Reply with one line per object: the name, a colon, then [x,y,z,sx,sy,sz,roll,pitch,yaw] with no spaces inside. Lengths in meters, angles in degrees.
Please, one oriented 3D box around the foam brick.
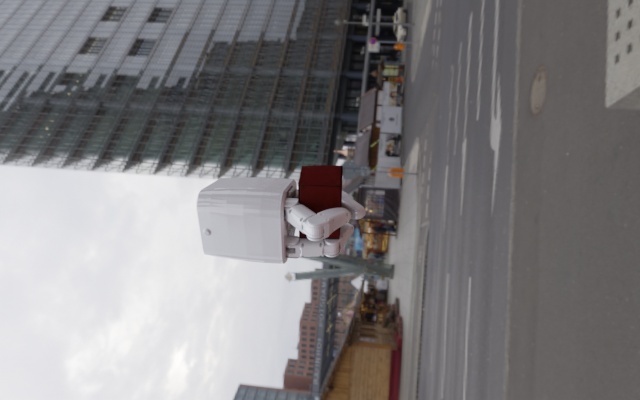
foam brick: [0.000,0.002,0.588,0.051,0.078,0.053,3,30,4]
